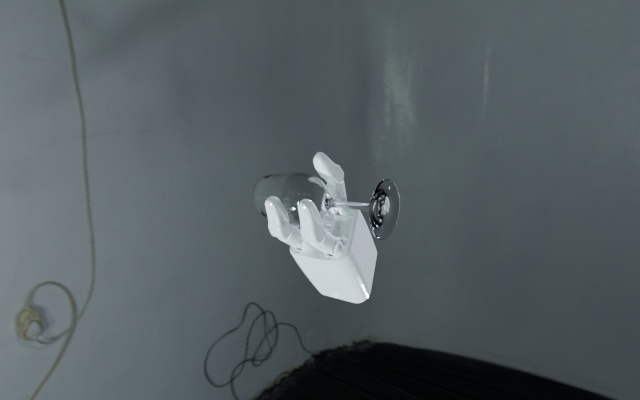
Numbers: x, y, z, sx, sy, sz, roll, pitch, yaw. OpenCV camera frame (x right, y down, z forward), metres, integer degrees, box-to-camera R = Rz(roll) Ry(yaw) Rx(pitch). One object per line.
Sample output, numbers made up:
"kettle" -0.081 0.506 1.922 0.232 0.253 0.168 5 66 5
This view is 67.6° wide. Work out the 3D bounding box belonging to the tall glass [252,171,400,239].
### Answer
"tall glass" 0.001 0.002 0.642 0.201 0.079 0.079 7 4 36
